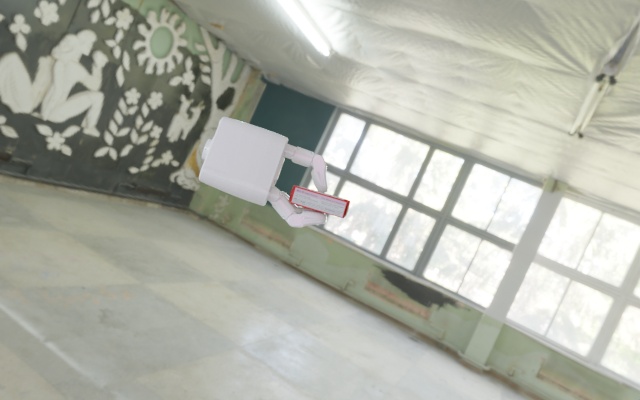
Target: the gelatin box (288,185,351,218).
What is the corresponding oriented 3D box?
[{"bbox_3d":[0.001,0.002,0.745,0.089,0.030,0.073,16,2,5],"label":"gelatin box"}]
